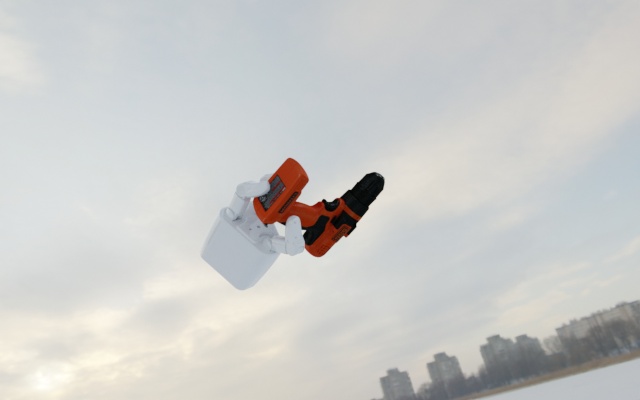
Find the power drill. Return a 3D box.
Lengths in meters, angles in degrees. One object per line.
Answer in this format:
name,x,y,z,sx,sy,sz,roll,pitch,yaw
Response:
power drill,0.000,0.003,0.768,0.188,0.184,0.057,28,18,-44
